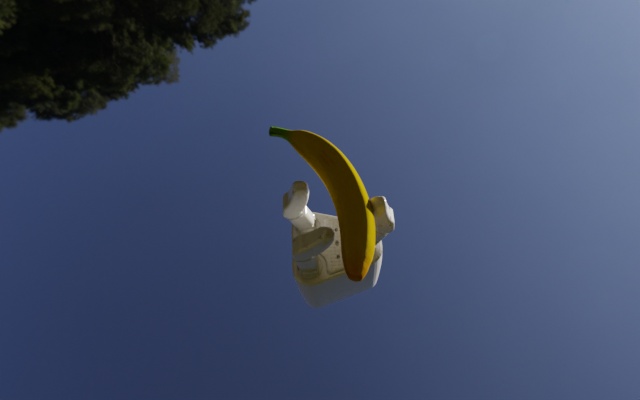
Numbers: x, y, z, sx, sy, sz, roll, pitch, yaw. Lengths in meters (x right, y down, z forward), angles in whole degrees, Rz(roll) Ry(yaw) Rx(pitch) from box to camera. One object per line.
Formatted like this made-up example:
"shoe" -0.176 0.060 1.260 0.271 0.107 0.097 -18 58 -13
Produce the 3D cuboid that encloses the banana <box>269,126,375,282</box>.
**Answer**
"banana" 0.015 -0.008 0.505 0.069 0.197 0.037 -22 -27 -18
